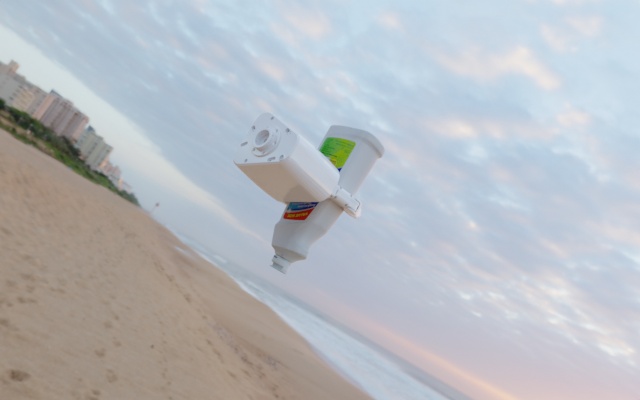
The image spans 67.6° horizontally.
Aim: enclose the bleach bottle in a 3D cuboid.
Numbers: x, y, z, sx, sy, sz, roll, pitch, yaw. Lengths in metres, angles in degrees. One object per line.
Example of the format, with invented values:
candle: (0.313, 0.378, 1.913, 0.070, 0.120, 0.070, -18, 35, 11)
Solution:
bleach bottle: (0.000, 0.002, 0.756, 0.102, 0.251, 0.068, 20, -14, 42)
